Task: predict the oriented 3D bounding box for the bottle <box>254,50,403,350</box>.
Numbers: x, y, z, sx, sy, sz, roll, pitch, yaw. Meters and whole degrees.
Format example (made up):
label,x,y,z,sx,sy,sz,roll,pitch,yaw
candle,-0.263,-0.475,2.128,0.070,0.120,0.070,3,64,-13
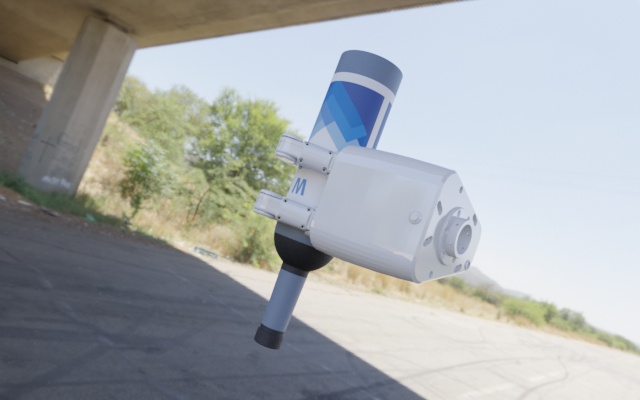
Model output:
label,x,y,z,sx,sy,sz,roll,pitch,yaw
bottle,0.000,0.001,0.472,0.069,0.295,0.069,21,-4,2
